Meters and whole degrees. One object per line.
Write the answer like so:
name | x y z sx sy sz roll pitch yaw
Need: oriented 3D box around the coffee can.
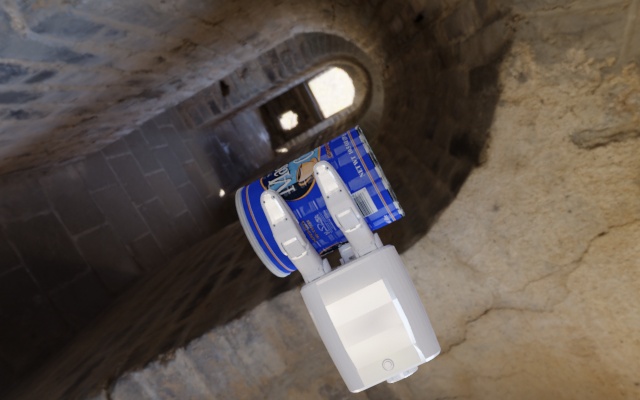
coffee can | 0.000 0.002 0.487 0.140 0.103 0.103 -28 -5 9
